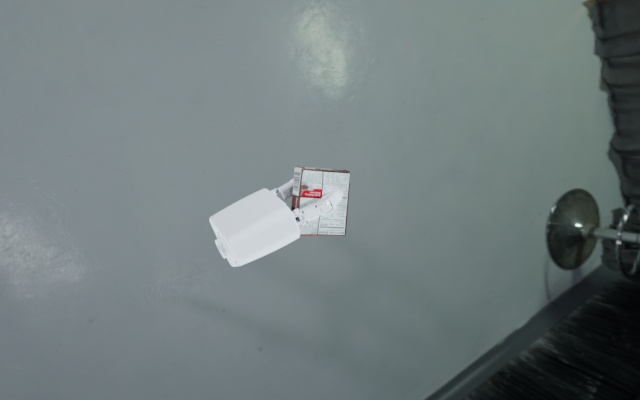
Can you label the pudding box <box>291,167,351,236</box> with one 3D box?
[{"bbox_3d":[0.000,0.003,0.795,0.090,0.113,0.039,3,7,-22],"label":"pudding box"}]
